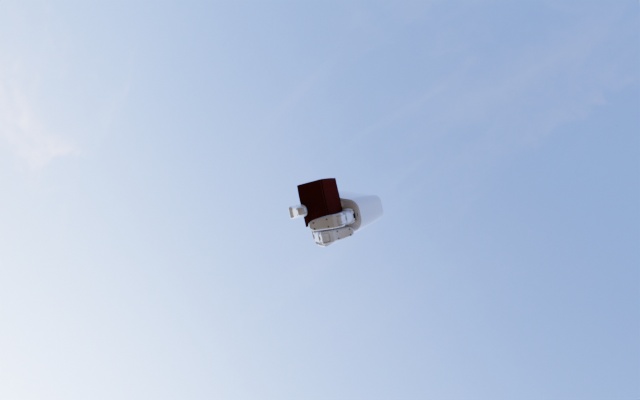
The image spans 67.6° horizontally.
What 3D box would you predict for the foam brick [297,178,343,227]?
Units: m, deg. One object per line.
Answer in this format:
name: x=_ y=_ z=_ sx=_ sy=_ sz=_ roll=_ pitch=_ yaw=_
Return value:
foam brick: x=0.000 y=0.002 z=0.836 sx=0.053 sy=0.078 sz=0.051 roll=-11 pitch=2 yaw=33
